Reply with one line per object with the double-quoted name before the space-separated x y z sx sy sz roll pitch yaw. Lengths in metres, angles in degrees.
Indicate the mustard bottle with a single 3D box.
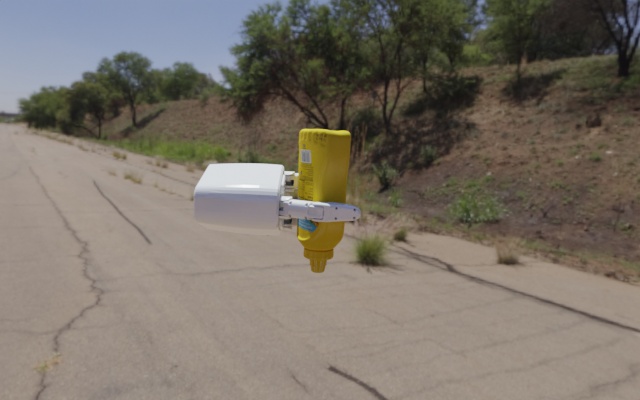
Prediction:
"mustard bottle" 0.000 0.002 0.639 0.058 0.191 0.096 -1 8 -26
